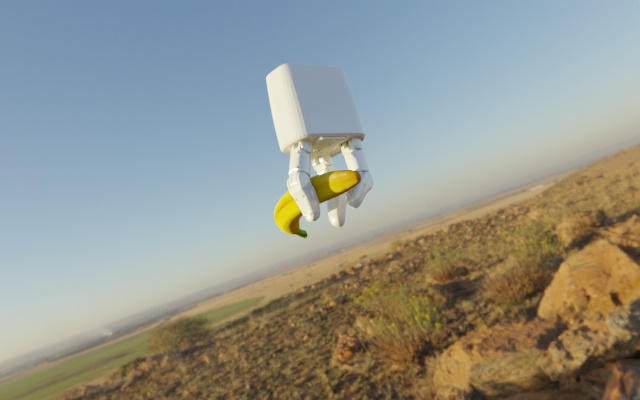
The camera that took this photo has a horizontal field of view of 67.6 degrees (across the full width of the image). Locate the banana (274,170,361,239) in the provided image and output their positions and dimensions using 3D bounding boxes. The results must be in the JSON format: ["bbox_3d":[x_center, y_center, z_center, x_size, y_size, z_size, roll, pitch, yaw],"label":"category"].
[{"bbox_3d":[-0.018,0.003,0.635,0.069,0.037,0.198,1,-23,-24],"label":"banana"}]
